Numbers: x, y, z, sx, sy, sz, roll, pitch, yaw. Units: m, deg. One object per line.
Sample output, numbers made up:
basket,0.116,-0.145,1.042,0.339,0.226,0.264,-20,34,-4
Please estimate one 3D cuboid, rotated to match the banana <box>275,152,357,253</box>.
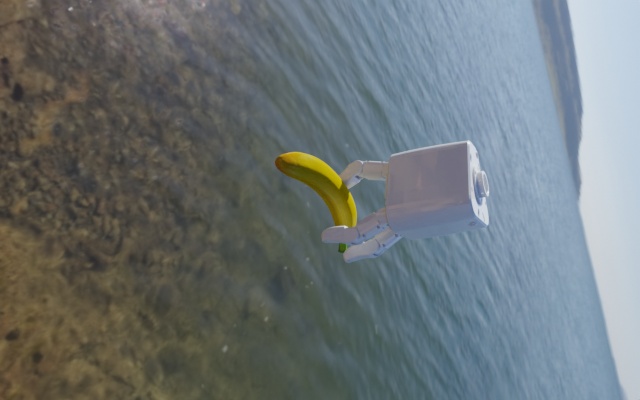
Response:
banana,0.006,-0.010,0.642,0.037,0.069,0.198,-8,-43,30
